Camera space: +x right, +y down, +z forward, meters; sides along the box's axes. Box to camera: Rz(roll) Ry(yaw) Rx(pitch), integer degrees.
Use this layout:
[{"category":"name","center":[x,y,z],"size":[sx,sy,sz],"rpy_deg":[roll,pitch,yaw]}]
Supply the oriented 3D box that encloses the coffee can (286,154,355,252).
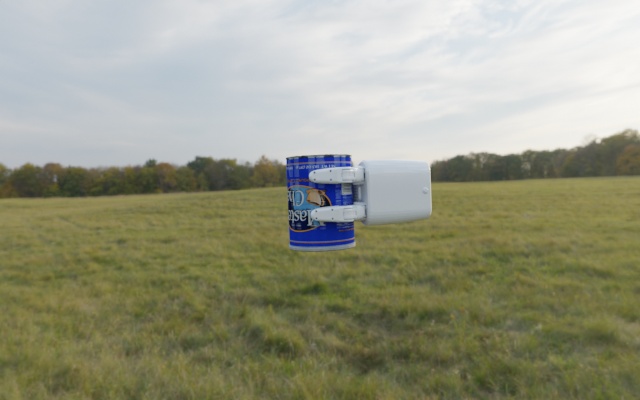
[{"category":"coffee can","center":[0.000,0.003,0.736],"size":[0.103,0.140,0.103],"rpy_deg":[-2,2,0]}]
